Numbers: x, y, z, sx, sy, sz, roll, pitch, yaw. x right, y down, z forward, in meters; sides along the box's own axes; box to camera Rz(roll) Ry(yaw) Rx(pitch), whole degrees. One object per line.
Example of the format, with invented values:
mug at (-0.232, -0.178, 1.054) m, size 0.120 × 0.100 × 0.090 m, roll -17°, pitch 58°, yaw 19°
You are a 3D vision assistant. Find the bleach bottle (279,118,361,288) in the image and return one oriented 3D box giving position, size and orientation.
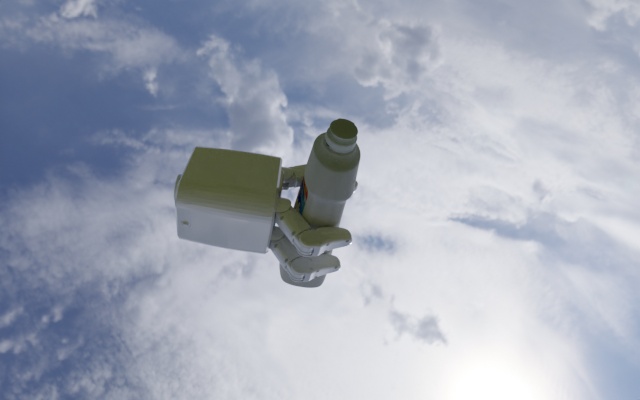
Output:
bleach bottle at (0.000, 0.002, 0.557) m, size 0.068 × 0.102 × 0.251 m, roll 9°, pitch -40°, yaw -6°
